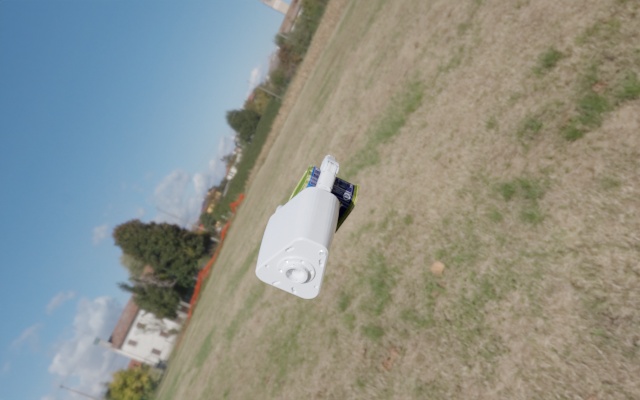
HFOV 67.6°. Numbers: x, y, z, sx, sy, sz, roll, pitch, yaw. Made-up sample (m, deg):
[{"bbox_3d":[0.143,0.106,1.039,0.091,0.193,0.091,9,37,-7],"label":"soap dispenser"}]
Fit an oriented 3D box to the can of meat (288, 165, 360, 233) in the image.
[{"bbox_3d":[0.000,0.002,0.749,0.084,0.057,0.102,25,-49,-10],"label":"can of meat"}]
